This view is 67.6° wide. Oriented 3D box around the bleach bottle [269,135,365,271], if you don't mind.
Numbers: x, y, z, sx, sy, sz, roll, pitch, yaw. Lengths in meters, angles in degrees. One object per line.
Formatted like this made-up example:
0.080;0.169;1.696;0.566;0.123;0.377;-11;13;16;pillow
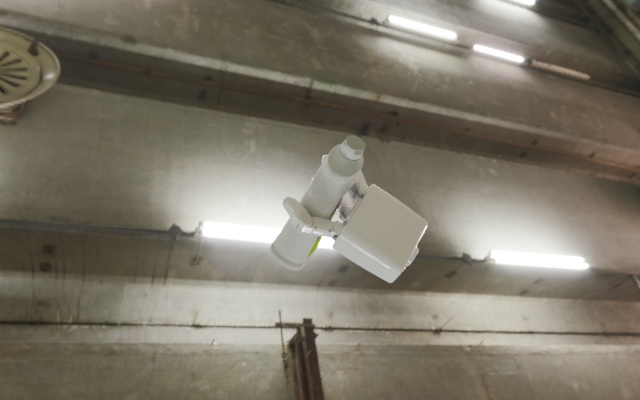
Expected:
0.000;0.002;0.732;0.068;0.251;0.102;34;46;4;bleach bottle
